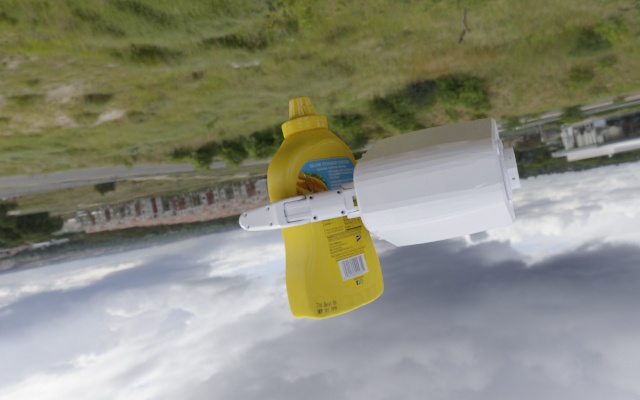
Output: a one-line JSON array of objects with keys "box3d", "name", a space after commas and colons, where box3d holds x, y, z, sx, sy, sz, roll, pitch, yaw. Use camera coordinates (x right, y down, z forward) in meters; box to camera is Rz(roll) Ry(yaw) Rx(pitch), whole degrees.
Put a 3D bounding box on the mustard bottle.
[{"box3d": [0.000, 0.002, 0.429, 0.096, 0.191, 0.058, -10, -1, -42], "name": "mustard bottle"}]
